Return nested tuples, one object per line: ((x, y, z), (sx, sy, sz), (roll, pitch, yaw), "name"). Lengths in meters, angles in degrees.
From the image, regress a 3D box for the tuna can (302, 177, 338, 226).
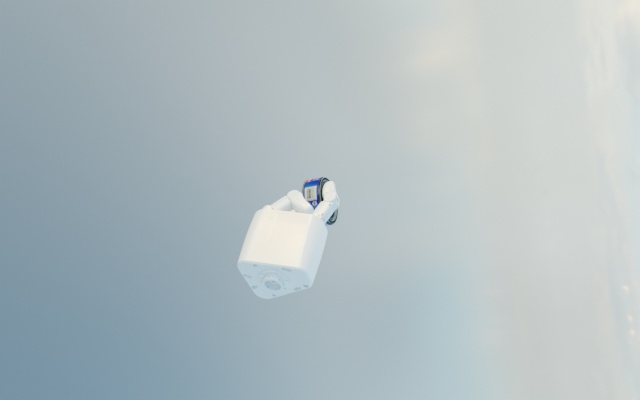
((0.001, 0.003, 0.830), (0.034, 0.086, 0.086), (-11, -4, 21), "tuna can")
